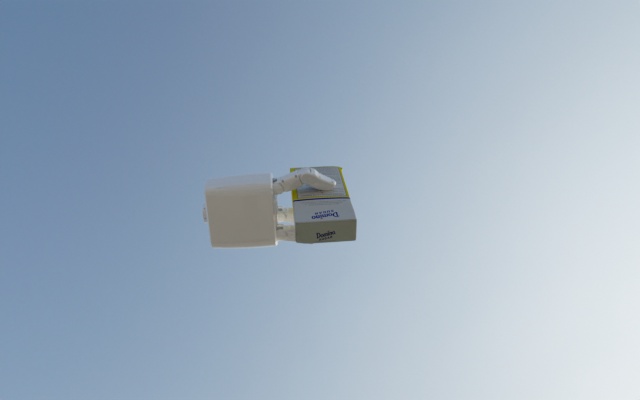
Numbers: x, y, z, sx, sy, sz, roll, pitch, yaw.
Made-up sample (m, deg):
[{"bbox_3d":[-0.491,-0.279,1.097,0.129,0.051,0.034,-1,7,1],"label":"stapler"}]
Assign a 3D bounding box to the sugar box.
[{"bbox_3d":[0.000,0.003,0.771,0.093,0.048,0.176,-3,33,-4],"label":"sugar box"}]
